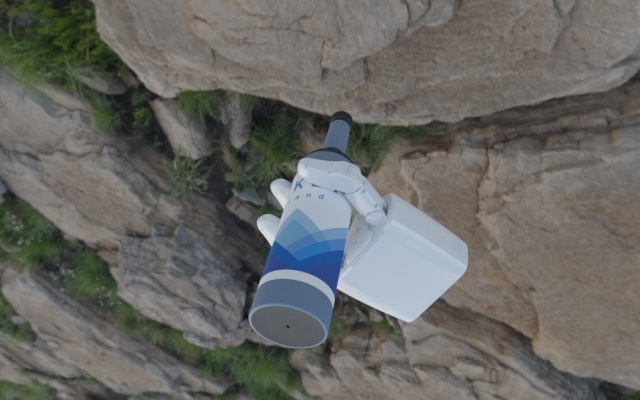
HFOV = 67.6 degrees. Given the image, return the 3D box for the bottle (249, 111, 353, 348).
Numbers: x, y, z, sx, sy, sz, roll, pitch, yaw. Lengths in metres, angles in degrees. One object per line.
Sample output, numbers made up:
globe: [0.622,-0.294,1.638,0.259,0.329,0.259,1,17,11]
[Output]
bottle: [0.000,0.002,0.491,0.069,0.069,0.295,0,44,15]
